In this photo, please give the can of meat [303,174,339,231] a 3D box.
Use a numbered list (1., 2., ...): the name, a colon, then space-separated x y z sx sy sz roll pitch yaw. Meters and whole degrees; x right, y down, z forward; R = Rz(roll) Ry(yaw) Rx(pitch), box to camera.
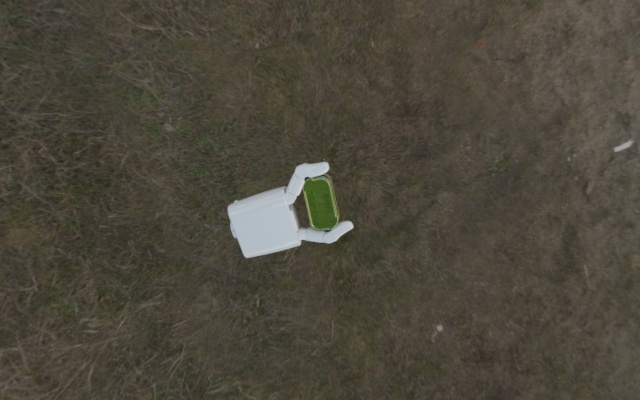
1. can of meat: 0.000 0.003 0.878 0.057 0.102 0.084 -12 5 2
